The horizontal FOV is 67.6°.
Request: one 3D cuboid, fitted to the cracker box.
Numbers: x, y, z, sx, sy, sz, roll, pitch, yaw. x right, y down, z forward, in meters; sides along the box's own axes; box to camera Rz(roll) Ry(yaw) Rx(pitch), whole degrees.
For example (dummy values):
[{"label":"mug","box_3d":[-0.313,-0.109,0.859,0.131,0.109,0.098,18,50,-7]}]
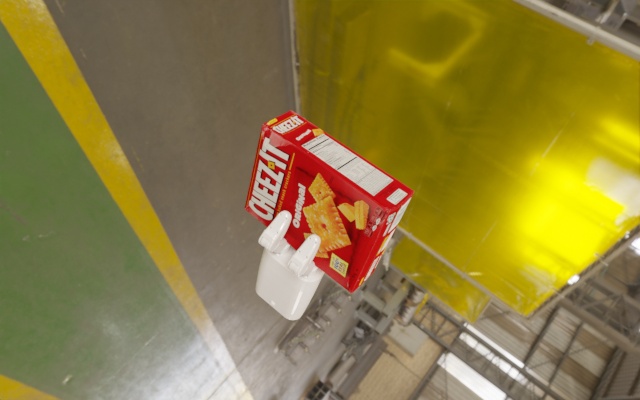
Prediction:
[{"label":"cracker box","box_3d":[0.000,0.002,0.667,0.213,0.164,0.072,36,42,19]}]
